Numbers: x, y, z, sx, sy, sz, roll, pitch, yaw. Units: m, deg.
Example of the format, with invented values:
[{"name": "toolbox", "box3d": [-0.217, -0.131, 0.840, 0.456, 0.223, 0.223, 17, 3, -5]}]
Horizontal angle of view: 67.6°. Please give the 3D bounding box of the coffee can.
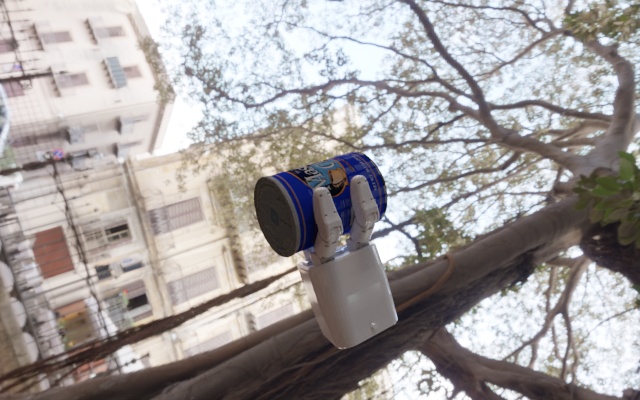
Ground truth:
[{"name": "coffee can", "box3d": [0.000, 0.002, 0.613, 0.140, 0.103, 0.103, -18, 9, -30]}]
